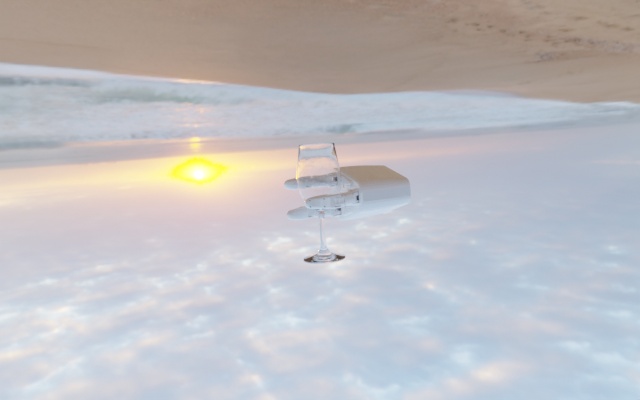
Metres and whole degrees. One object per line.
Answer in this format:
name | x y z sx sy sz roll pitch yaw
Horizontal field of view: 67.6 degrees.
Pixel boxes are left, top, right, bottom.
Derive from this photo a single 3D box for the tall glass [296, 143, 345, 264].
tall glass | 0.000 0.003 0.823 0.079 0.201 0.079 -4 6 0
